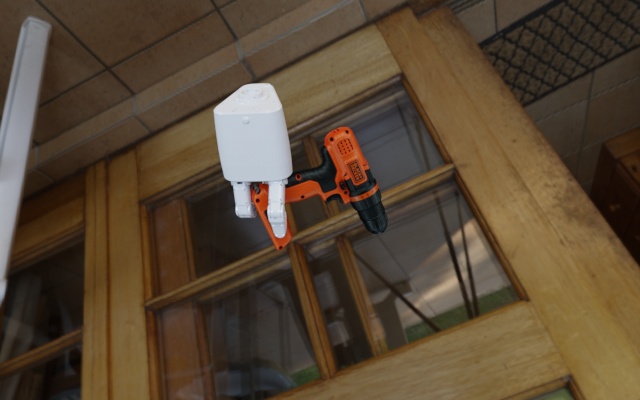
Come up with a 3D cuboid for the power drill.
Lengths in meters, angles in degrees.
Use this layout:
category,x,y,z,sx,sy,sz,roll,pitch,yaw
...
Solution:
category,x,y,z,sx,sy,sz,roll,pitch,yaw
power drill,0.000,0.002,0.745,0.187,0.184,0.057,-27,17,-6
